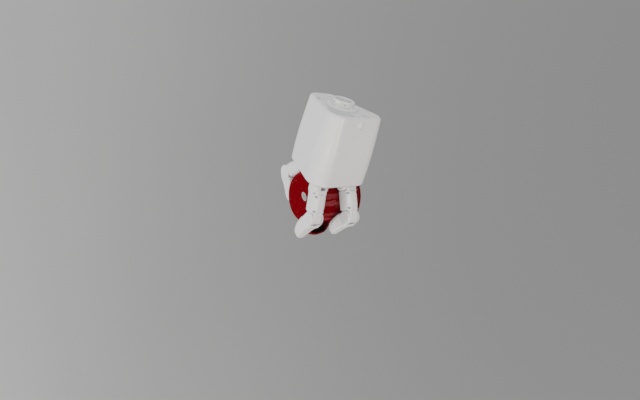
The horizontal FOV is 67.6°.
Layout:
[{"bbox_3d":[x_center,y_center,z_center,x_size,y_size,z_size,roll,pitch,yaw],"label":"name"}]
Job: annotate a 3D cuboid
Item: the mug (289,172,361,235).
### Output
[{"bbox_3d":[0.000,0.004,0.764,0.081,0.117,0.093,-5,33,-38],"label":"mug"}]
